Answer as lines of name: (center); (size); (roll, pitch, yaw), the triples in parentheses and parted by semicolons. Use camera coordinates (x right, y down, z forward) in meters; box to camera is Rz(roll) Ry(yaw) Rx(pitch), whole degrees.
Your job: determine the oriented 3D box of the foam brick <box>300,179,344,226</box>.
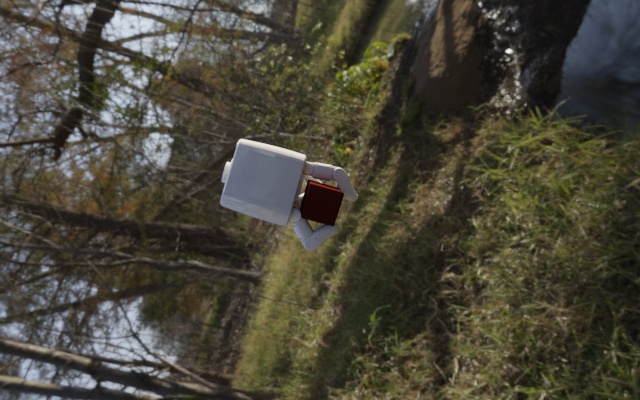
foam brick: (0.000, 0.002, 0.719); (0.051, 0.053, 0.078); (16, 5, -6)
